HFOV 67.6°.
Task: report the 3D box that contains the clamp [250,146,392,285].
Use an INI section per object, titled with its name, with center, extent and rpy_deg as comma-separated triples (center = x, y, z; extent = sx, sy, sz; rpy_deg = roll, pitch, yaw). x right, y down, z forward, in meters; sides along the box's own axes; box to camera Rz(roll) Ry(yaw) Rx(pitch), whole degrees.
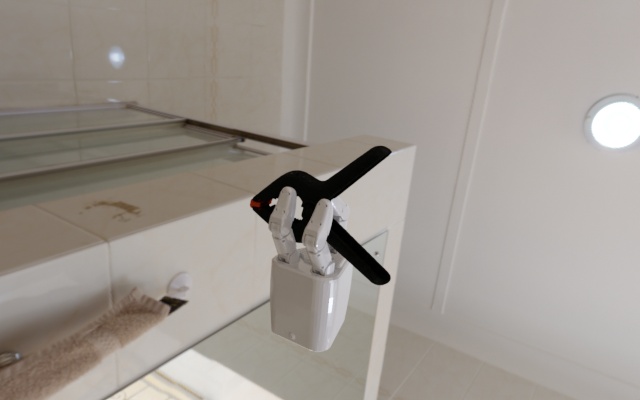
[clamp]
center = 0.000, 0.002, 0.598
extent = 0.210, 0.164, 0.036
rpy_deg = 14, 17, 31
